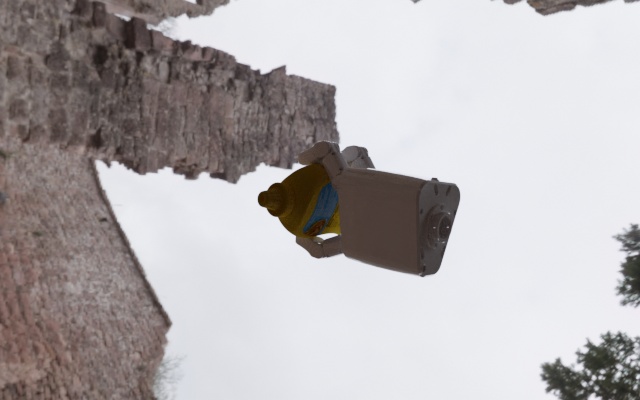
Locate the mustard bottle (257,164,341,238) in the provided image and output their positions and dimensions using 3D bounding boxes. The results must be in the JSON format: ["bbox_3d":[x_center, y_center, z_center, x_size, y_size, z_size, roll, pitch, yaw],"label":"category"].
[{"bbox_3d":[0.000,0.002,0.606,0.191,0.096,0.058,2,31,-47],"label":"mustard bottle"}]
